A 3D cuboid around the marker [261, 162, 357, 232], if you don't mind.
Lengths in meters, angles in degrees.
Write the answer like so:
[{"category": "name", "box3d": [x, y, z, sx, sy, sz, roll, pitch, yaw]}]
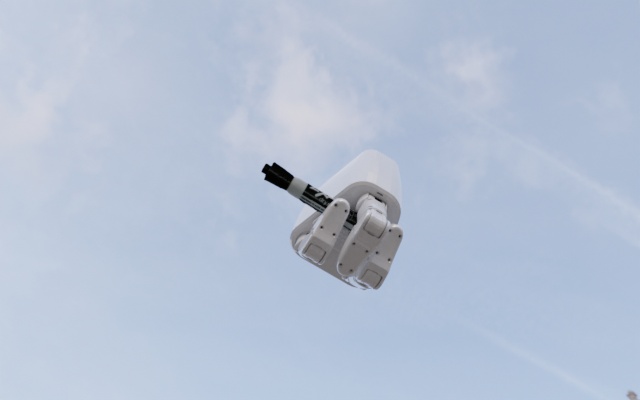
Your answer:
[{"category": "marker", "box3d": [0.000, 0.001, 0.435, 0.121, 0.020, 0.020, 31, -3, -5]}]
